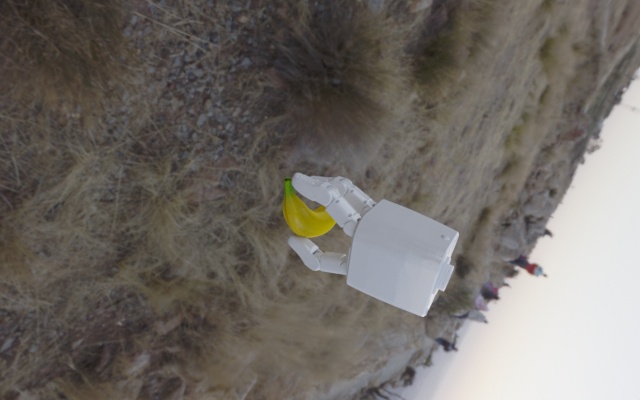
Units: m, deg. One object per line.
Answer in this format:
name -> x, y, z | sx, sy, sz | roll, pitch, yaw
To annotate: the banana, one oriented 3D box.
banana -> -0.007, 0.019, 0.675 | 0.037, 0.069, 0.198 | 20, 0, 21
